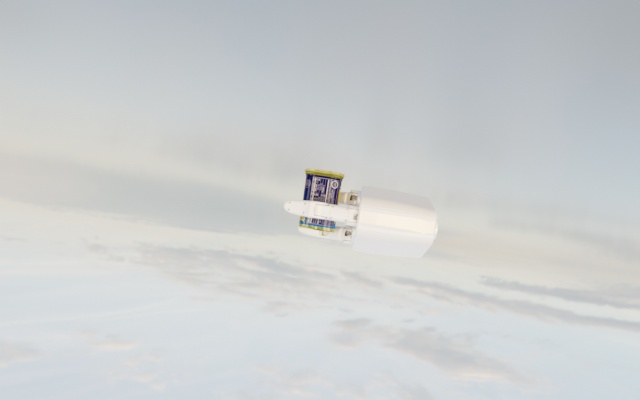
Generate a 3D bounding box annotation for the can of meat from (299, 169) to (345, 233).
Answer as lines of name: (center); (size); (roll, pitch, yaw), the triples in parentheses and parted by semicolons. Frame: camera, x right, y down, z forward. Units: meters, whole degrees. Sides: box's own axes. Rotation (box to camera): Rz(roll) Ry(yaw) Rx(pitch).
can of meat: (0.000, 0.003, 0.704); (0.057, 0.084, 0.102); (8, -3, 0)
